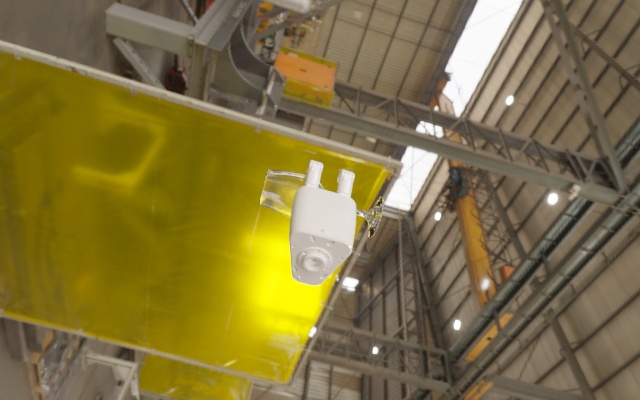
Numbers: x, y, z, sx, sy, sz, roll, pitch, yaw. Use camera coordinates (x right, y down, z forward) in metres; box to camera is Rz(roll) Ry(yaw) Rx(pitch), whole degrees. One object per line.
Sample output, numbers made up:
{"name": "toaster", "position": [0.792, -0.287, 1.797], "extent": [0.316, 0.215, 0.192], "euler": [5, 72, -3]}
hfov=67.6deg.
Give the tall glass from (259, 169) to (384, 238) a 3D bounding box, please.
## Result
{"name": "tall glass", "position": [0.001, 0.003, 0.810], "extent": [0.201, 0.079, 0.079], "euler": [15, -2, -6]}
